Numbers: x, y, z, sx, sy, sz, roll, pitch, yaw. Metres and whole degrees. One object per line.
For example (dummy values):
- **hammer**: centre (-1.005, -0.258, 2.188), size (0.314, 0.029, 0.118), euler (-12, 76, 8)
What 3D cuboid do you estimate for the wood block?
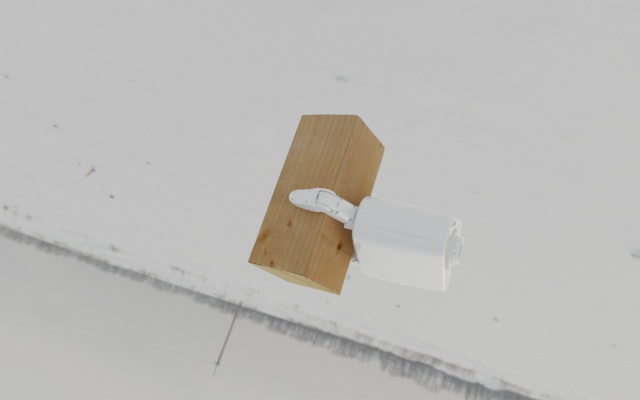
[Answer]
- **wood block**: centre (0.000, 0.002, 0.609), size (0.090, 0.206, 0.091), euler (7, -19, 35)
